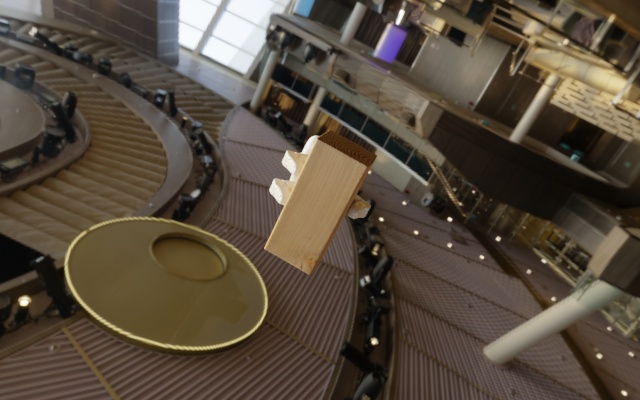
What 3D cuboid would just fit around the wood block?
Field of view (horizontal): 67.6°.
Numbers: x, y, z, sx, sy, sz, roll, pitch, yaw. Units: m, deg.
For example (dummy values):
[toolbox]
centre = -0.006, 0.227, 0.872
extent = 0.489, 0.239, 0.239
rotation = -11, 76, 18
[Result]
[wood block]
centre = 0.000, 0.003, 0.776
extent = 0.091, 0.206, 0.090
rotation = 29, 22, 6
